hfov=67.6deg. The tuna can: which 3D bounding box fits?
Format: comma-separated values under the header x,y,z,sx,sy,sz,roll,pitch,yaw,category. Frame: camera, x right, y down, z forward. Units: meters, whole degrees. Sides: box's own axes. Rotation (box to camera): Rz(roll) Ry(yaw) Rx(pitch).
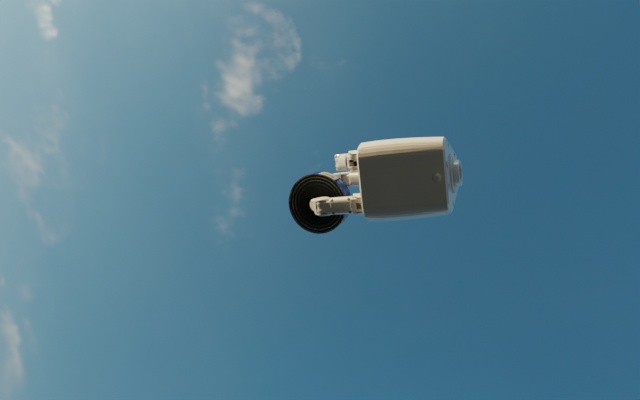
x,y,z,sx,sy,sz,roll,pitch,yaw,category
0.000,0.002,0.683,0.086,0.086,0.033,0,10,20,tuna can
